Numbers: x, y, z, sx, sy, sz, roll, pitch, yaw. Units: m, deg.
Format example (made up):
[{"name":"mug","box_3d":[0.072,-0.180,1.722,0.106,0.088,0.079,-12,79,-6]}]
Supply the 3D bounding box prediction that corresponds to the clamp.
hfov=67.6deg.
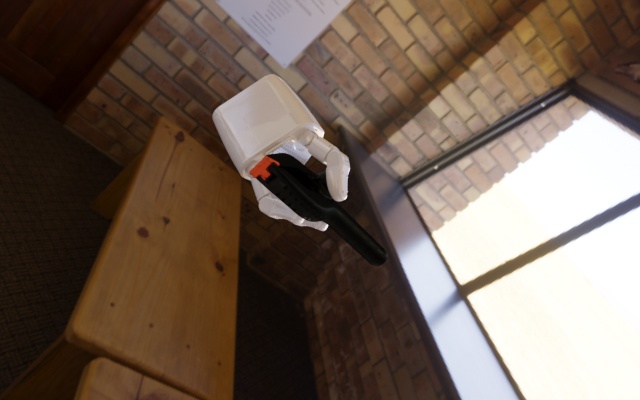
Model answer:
[{"name":"clamp","box_3d":[0.000,0.001,0.569,0.036,0.164,0.210,-42,-29,16]}]
